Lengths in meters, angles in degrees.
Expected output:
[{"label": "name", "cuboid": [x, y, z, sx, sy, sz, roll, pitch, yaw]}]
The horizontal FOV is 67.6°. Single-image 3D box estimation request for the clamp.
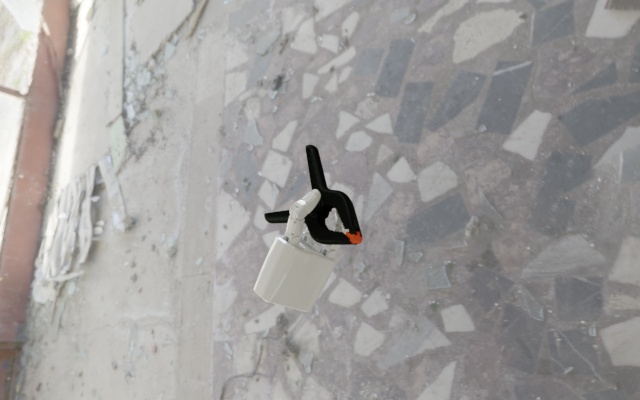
[{"label": "clamp", "cuboid": [0.000, 0.003, 0.821, 0.210, 0.164, 0.036, 31, 7, 41]}]
